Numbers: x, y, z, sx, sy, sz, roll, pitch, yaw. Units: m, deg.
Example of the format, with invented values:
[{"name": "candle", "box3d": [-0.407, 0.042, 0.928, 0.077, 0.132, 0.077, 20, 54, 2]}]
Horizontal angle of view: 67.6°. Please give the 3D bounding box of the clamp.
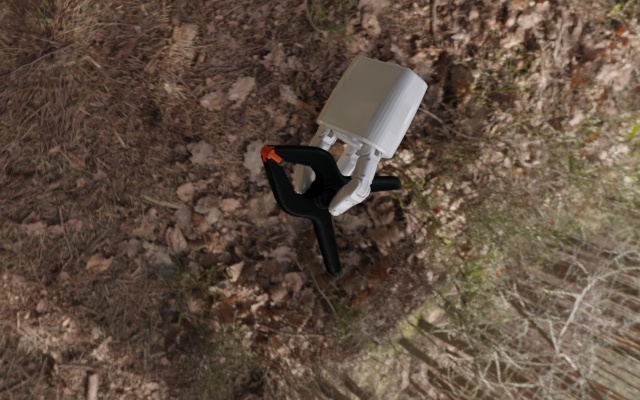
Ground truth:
[{"name": "clamp", "box3d": [0.000, 0.002, 0.627, 0.210, 0.164, 0.036, 29, 0, -33]}]
